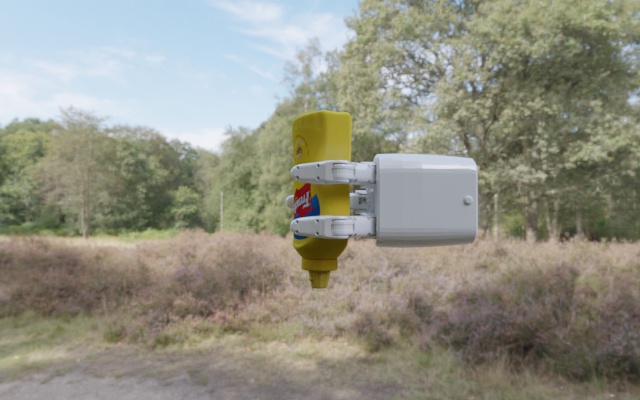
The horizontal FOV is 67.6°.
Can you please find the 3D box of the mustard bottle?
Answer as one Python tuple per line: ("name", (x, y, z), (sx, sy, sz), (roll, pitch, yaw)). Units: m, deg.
("mustard bottle", (0.000, 0.001, 0.536), (0.058, 0.191, 0.096), (1, -1, -25))
